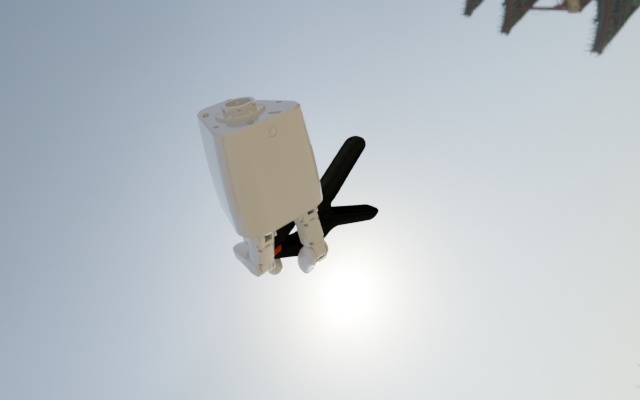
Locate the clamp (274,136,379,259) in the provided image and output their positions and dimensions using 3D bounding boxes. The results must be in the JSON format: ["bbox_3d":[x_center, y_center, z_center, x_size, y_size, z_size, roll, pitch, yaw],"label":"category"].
[{"bbox_3d":[0.000,0.002,0.549,0.171,0.120,0.039,-30,33,-31],"label":"clamp"}]
